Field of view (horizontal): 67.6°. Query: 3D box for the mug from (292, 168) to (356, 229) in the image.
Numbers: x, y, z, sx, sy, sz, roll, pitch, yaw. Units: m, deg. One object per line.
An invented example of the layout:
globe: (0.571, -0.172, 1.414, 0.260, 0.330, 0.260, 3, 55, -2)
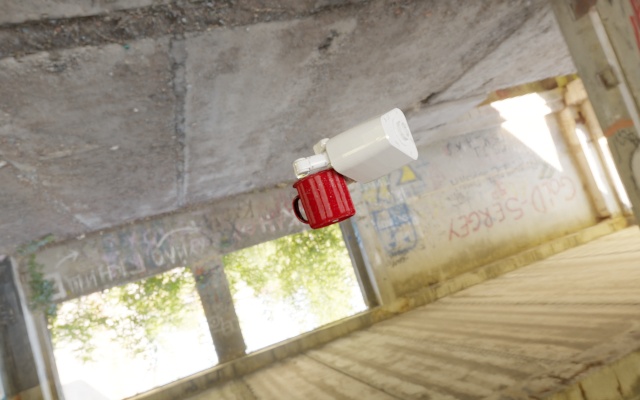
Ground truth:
mug: (-0.001, 0.003, 0.808, 0.117, 0.081, 0.093, -24, -9, 32)
